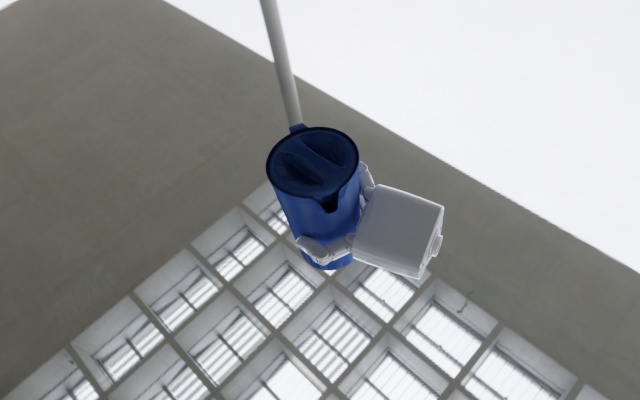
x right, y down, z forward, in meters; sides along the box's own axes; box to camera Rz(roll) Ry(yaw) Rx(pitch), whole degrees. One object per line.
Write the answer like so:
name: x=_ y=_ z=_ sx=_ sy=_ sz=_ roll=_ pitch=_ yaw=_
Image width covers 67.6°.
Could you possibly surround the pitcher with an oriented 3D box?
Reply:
pitcher: x=0.000 y=0.003 z=0.766 sx=0.145 sy=0.149 sz=0.243 roll=17 pitch=-32 yaw=20
